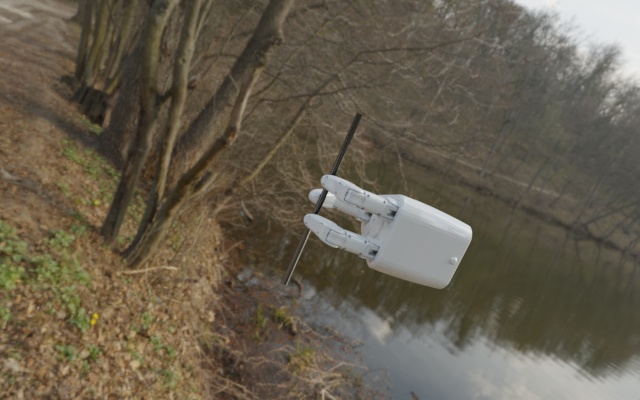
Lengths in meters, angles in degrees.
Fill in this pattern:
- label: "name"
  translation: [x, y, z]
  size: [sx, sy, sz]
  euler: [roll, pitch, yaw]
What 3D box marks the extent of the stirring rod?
- label: "stirring rod"
  translation: [0.000, 0.002, 0.606]
  size: [0.011, 0.239, 0.011]
  euler: [23, 12, -5]
